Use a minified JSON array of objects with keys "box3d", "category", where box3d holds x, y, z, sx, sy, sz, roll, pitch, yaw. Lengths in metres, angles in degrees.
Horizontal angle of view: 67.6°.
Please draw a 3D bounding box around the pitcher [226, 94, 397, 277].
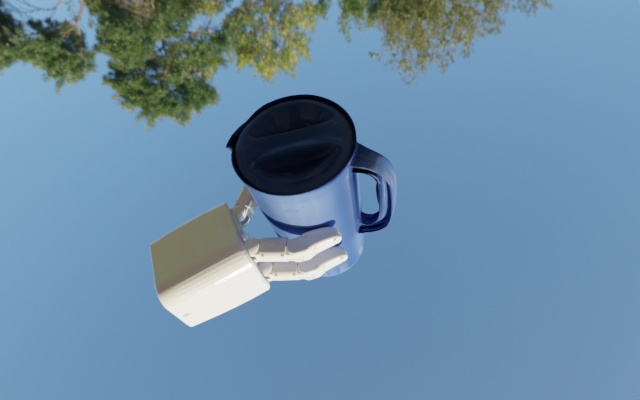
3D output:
[{"box3d":[0.000,0.002,0.583,0.145,0.149,0.243,-29,-33,-7],"category":"pitcher"}]
